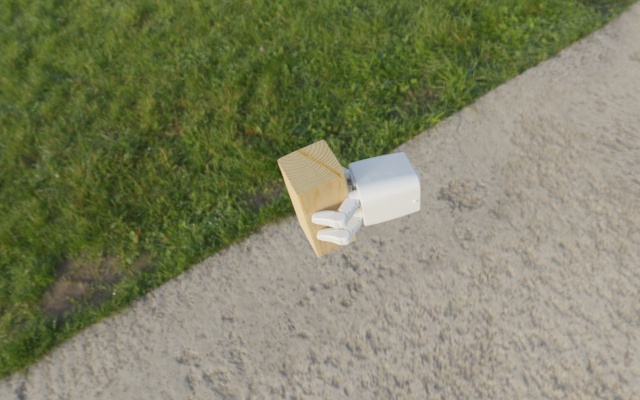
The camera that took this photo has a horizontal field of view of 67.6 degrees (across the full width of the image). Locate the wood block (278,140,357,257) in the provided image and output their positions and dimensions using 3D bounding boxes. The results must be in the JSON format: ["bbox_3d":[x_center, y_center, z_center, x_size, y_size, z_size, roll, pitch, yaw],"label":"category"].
[{"bbox_3d":[0.000,0.002,0.866,0.090,0.090,0.206,-25,-36,-7],"label":"wood block"}]
